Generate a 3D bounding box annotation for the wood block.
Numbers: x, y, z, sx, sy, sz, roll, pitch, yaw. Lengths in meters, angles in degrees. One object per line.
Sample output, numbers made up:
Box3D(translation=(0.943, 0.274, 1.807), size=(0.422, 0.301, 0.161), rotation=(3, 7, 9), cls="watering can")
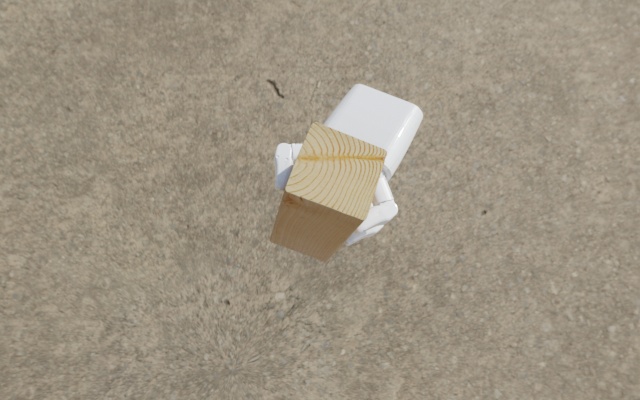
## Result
Box3D(translation=(0.000, 0.001, 0.595), size=(0.091, 0.090, 0.206), rotation=(21, -22, -3), cls="wood block")
